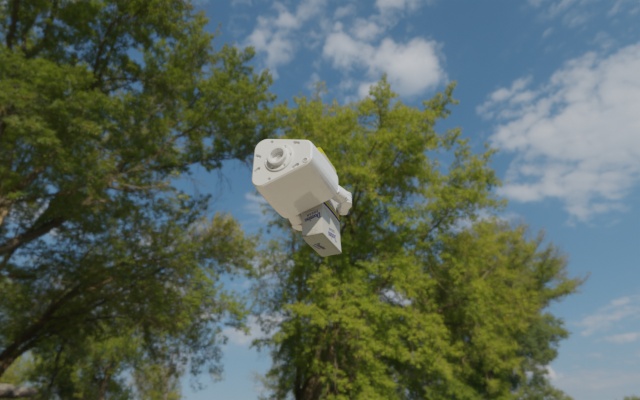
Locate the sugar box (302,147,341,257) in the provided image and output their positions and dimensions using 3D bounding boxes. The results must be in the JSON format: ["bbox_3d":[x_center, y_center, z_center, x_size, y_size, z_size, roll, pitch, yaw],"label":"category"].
[{"bbox_3d":[0.000,0.003,0.863,0.048,0.176,0.093,-11,-32,19],"label":"sugar box"}]
